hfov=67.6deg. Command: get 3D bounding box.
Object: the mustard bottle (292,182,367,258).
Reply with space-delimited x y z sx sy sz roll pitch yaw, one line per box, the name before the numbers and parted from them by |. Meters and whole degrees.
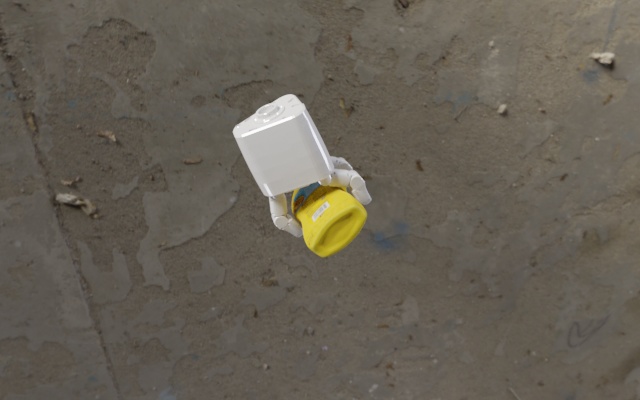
mustard bottle | 0.000 0.003 0.752 0.058 0.096 0.191 38 11 -30
